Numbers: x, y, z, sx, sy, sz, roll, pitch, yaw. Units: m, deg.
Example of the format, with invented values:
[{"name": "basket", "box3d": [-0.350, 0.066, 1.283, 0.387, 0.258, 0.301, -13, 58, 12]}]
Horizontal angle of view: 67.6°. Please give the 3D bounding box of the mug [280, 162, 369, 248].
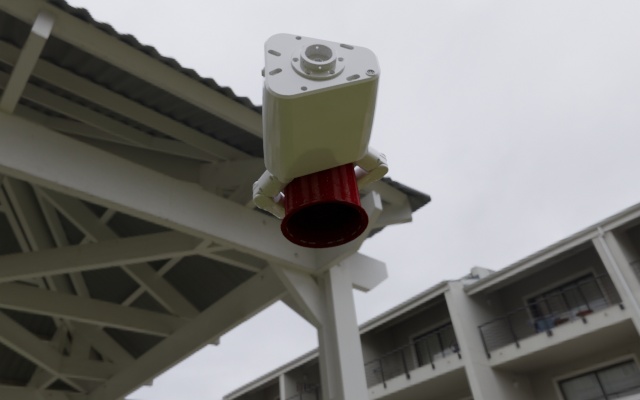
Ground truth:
[{"name": "mug", "box3d": [0.000, 0.002, 0.536, 0.093, 0.081, 0.117, -1, -36, -7]}]
